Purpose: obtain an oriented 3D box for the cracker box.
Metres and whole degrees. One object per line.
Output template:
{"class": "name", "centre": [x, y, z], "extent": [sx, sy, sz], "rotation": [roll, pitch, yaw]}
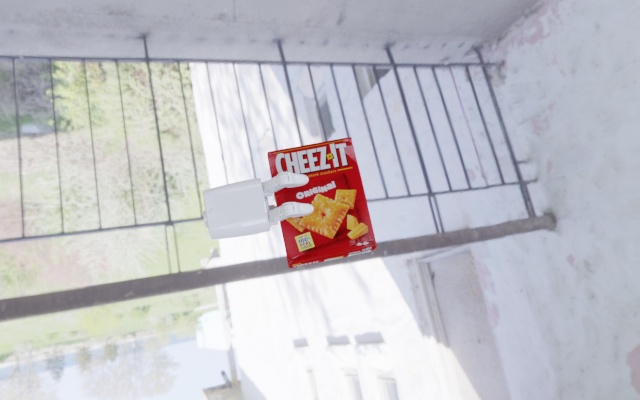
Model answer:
{"class": "cracker box", "centre": [0.000, 0.003, 0.882], "extent": [0.164, 0.213, 0.072], "rotation": [-11, -13, -5]}
